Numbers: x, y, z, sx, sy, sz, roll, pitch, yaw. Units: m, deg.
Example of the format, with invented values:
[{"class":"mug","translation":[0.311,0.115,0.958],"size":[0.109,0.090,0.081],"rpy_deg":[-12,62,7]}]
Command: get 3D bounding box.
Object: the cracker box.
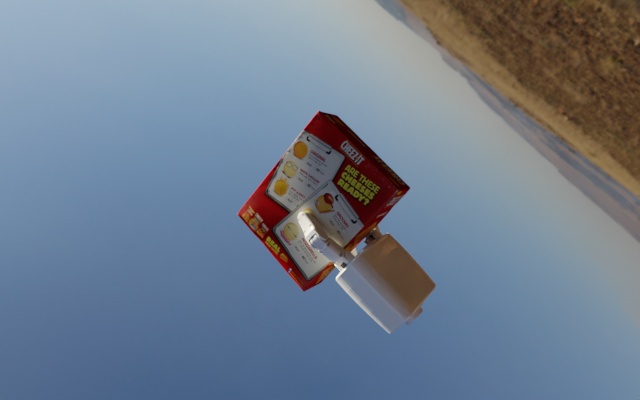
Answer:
[{"class":"cracker box","translation":[0.000,0.002,0.713],"size":[0.214,0.164,0.072],"rpy_deg":[-49,-16,21]}]
